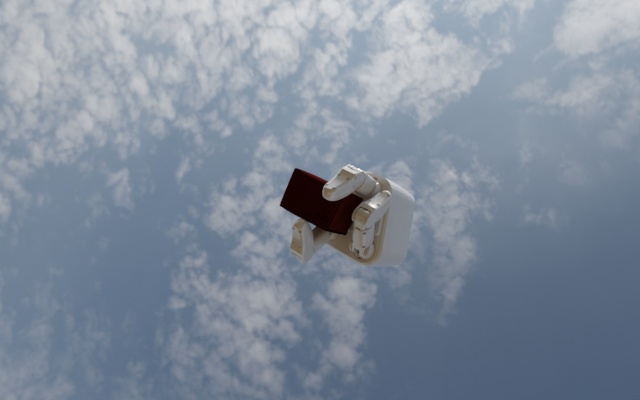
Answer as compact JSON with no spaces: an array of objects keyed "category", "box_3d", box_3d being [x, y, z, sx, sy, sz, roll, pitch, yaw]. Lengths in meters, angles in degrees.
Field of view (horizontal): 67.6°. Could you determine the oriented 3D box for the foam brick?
[{"category":"foam brick","box_3d":[0.000,0.002,0.585,0.078,0.053,0.051,28,6,30]}]
